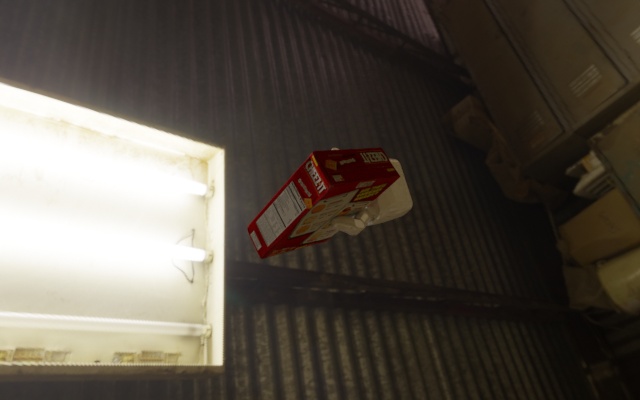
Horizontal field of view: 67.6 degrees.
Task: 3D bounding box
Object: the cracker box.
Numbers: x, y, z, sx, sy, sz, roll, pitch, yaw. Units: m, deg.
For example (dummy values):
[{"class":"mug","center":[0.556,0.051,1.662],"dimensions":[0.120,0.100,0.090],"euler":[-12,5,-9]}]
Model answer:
[{"class":"cracker box","center":[0.000,0.003,0.784],"dimensions":[0.164,0.072,0.214],"euler":[-10,-27,-45]}]
